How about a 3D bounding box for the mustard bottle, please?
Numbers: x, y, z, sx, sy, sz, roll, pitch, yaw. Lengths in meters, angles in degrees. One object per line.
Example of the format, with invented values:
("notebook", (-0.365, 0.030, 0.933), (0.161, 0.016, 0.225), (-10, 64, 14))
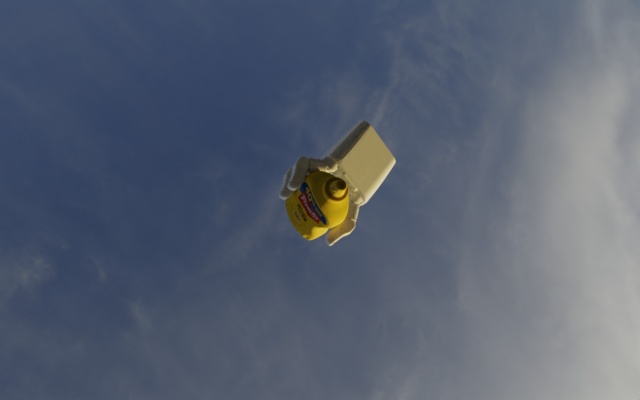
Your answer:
("mustard bottle", (0.000, 0.003, 0.802), (0.058, 0.096, 0.192), (-23, -7, -25))
